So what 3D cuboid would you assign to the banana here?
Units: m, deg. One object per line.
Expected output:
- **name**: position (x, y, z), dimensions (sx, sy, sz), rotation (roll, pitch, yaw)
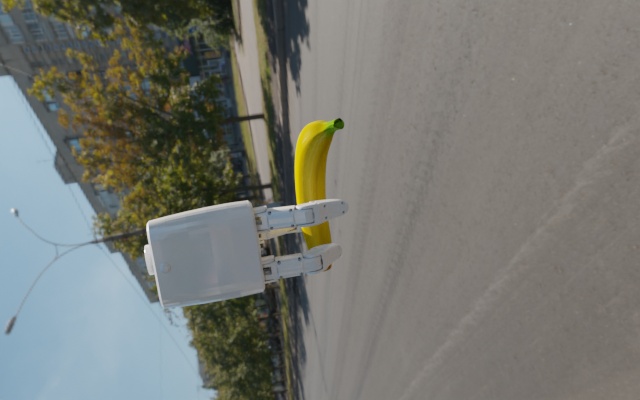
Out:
- **banana**: position (-0.006, -0.011, 0.548), dimensions (0.037, 0.198, 0.069), rotation (-10, 34, -17)
